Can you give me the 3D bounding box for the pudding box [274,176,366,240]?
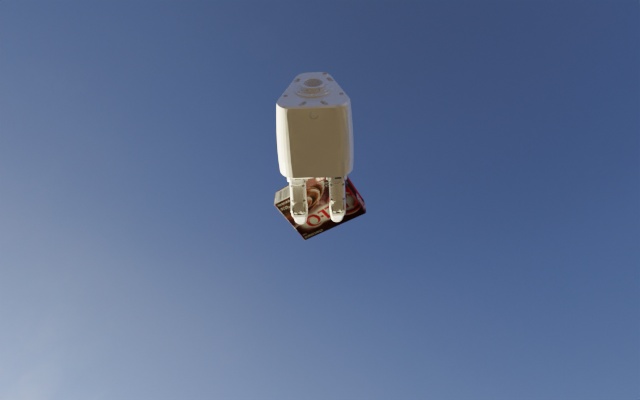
[{"bbox_3d":[0.000,0.002,0.728,0.113,0.090,0.039,-24,36,19],"label":"pudding box"}]
